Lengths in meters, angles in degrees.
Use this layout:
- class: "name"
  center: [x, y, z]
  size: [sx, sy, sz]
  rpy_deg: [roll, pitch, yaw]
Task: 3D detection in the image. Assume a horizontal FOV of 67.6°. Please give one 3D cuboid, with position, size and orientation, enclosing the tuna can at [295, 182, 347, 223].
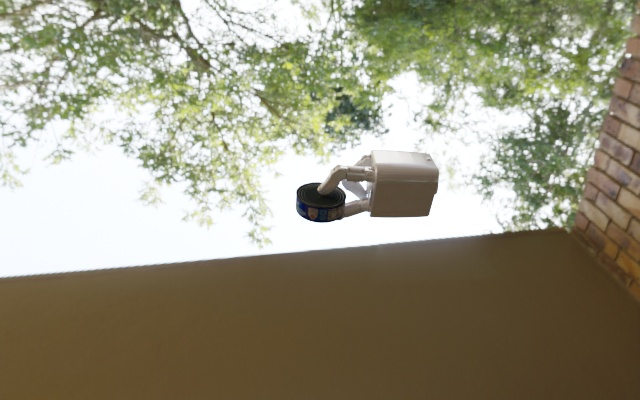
- class: "tuna can"
  center: [0.000, 0.003, 0.807]
  size: [0.086, 0.034, 0.086]
  rpy_deg: [4, 30, -2]
